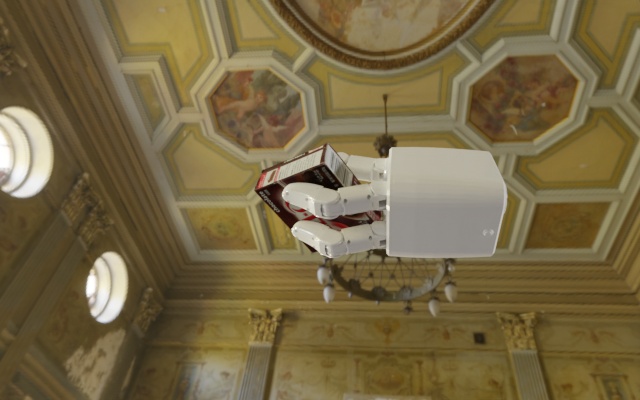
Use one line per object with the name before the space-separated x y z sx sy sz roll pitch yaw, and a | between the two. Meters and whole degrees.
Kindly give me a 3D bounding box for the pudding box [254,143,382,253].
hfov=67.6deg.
pudding box | 0.000 0.002 0.509 0.090 0.039 0.113 -20 -55 29
